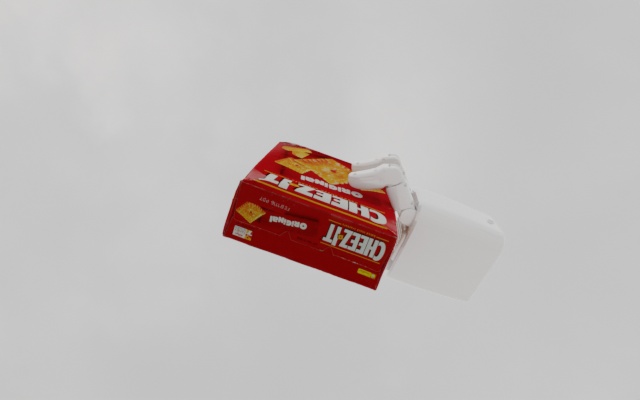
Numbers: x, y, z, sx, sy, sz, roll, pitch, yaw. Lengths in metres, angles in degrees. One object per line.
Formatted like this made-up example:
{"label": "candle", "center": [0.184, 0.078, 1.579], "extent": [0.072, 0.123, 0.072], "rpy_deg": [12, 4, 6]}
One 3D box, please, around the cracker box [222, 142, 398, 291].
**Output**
{"label": "cracker box", "center": [0.000, 0.002, 0.558], "extent": [0.164, 0.072, 0.213], "rpy_deg": [19, 18, 0]}
